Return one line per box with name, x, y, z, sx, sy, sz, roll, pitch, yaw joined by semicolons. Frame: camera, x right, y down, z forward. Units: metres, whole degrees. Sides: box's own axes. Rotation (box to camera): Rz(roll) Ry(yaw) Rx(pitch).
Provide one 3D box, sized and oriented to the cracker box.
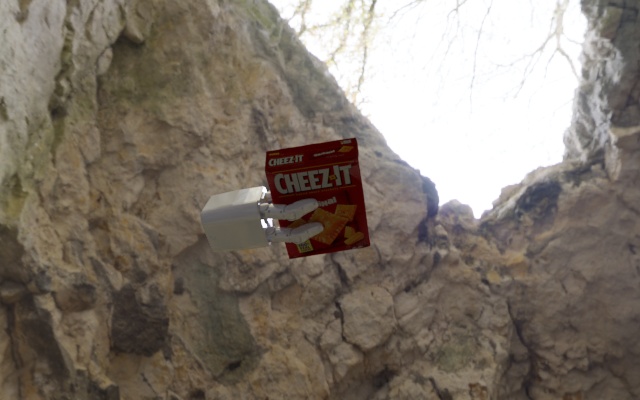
cracker box;0.000;0.003;0.882;0.164;0.214;0.072;-9;38;4
